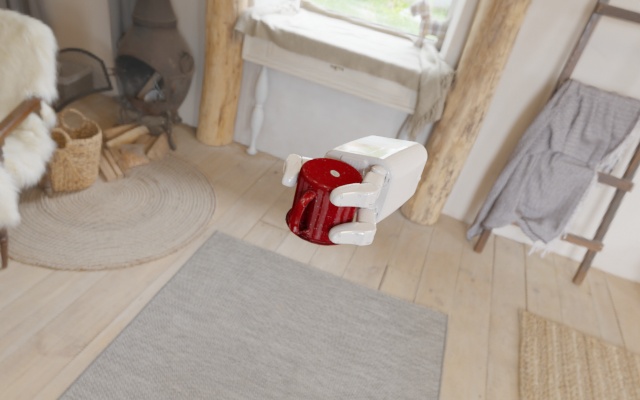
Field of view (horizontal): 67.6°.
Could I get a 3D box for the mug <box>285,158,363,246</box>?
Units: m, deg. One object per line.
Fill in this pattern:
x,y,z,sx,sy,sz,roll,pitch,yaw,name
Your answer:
-0.001,0.002,0.604,0.093,0.081,0.117,31,36,25,mug
